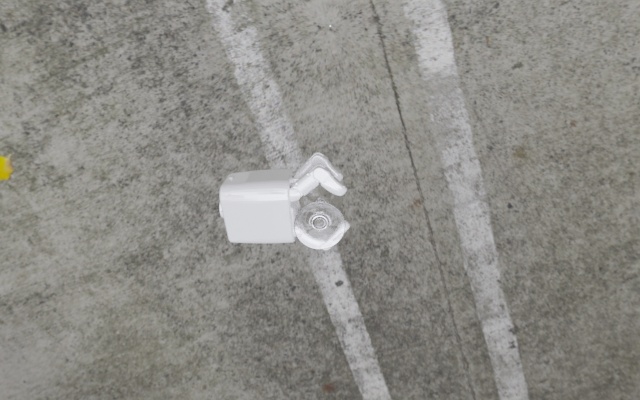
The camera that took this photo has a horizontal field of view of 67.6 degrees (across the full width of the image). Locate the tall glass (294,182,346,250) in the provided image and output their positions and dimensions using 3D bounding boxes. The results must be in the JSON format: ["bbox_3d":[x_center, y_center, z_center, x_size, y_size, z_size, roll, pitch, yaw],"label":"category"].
[{"bbox_3d":[0.000,0.003,0.773,0.079,0.079,0.201,0,20,1],"label":"tall glass"}]
